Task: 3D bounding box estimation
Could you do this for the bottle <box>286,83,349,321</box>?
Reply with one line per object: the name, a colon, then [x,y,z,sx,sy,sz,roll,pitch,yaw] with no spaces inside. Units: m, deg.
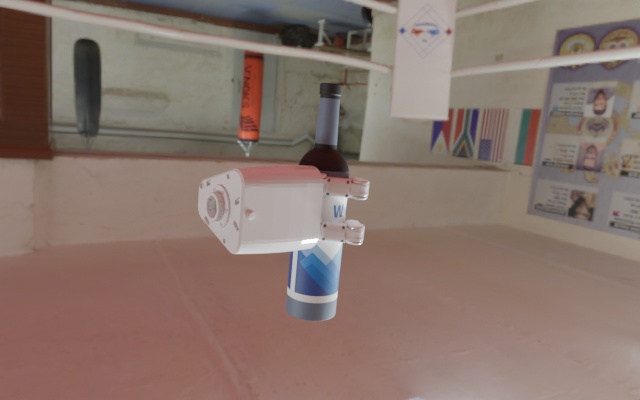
bottle: [0.000,0.002,0.610,0.069,0.296,0.069,5,9,-1]
